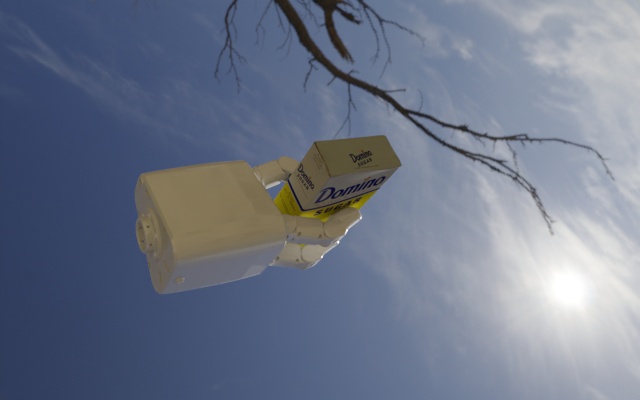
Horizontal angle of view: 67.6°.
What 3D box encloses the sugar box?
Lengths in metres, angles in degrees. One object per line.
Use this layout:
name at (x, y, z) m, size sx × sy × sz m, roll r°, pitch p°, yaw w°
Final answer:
sugar box at (0.000, 0.002, 0.515) m, size 0.093 × 0.048 × 0.176 m, roll -11°, pitch -24°, yaw -35°
